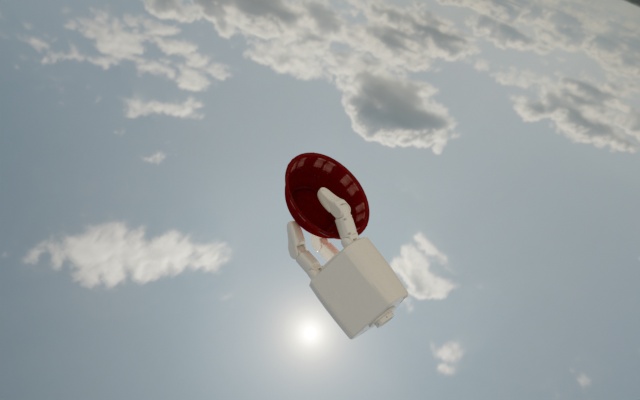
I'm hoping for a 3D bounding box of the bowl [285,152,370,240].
[{"bbox_3d":[-0.001,0.002,0.775,0.162,0.162,0.055,0,-30,-39],"label":"bowl"}]
